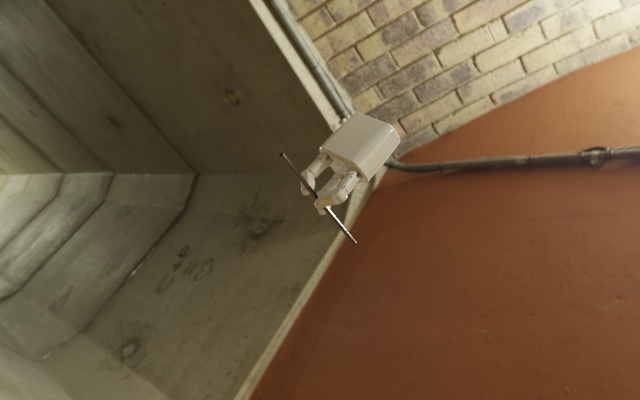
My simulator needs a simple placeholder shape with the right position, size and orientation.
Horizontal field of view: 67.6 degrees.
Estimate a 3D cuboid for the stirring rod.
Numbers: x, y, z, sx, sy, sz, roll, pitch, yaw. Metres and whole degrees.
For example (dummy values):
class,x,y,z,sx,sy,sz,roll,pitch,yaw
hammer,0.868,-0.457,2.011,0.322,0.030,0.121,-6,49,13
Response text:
class,x,y,z,sx,sy,sz,roll,pitch,yaw
stirring rod,0.000,0.003,0.863,0.011,0.011,0.240,0,-42,47
